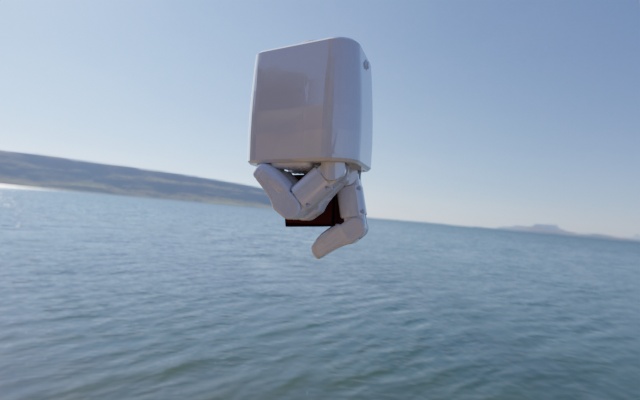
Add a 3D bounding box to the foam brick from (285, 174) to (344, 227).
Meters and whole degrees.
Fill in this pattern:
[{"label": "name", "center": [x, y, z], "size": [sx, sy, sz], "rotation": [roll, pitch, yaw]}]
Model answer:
[{"label": "foam brick", "center": [0.000, 0.002, 0.495], "size": [0.053, 0.051, 0.078], "rotation": [-1, -3, 15]}]
